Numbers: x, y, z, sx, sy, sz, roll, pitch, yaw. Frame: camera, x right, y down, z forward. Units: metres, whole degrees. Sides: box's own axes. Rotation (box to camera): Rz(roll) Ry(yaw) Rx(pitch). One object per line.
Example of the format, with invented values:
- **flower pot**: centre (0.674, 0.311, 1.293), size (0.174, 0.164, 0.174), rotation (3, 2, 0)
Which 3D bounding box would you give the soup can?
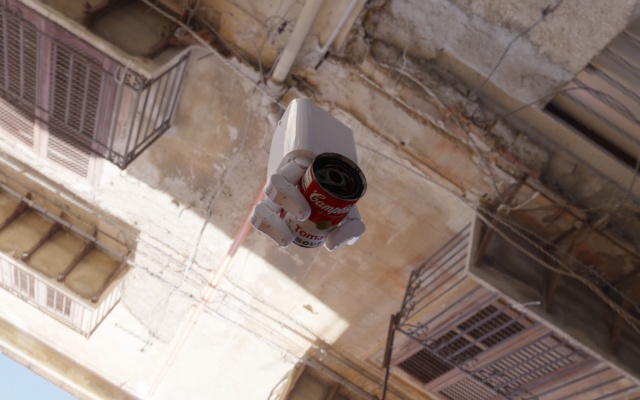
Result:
- **soup can**: centre (0.000, 0.002, 0.559), size (0.068, 0.068, 0.102), rotation (0, -36, -32)
